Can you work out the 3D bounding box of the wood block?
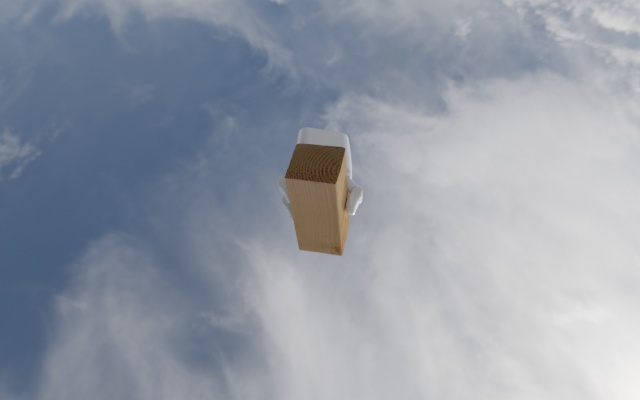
[{"bbox_3d":[0.001,0.003,0.884,0.091,0.090,0.206,6,-40,12],"label":"wood block"}]
